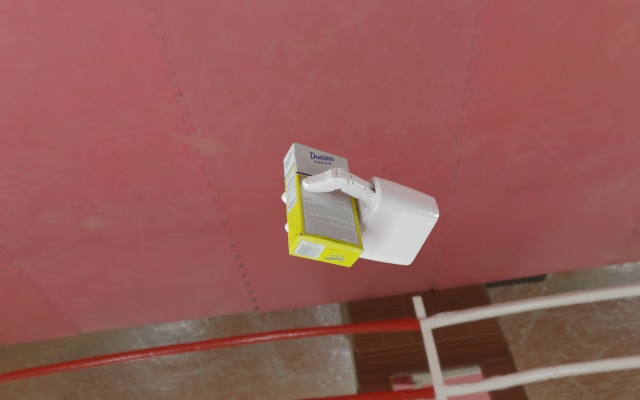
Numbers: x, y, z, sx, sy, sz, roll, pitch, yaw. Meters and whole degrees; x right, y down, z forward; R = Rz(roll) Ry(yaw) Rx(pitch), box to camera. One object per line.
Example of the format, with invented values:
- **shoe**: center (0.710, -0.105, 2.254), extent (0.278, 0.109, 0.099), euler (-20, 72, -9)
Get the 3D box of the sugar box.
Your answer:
- **sugar box**: center (0.000, 0.003, 0.668), extent (0.093, 0.176, 0.048), euler (16, -49, -22)
